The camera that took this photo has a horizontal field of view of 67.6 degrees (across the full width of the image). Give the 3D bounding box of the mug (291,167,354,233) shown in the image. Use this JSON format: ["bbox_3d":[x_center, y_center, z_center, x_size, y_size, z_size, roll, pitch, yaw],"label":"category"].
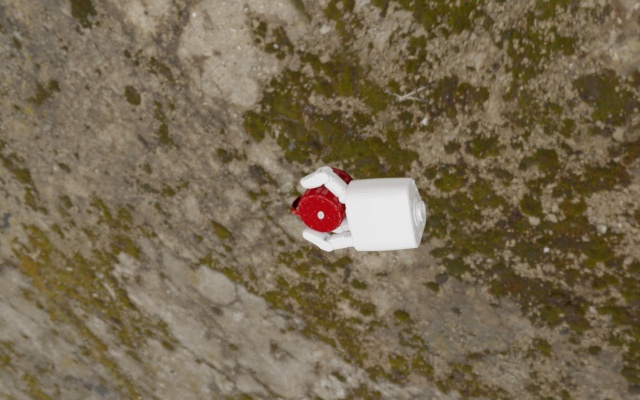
[{"bbox_3d":[-0.001,0.003,0.839,0.117,0.093,0.081,-5,31,27],"label":"mug"}]
